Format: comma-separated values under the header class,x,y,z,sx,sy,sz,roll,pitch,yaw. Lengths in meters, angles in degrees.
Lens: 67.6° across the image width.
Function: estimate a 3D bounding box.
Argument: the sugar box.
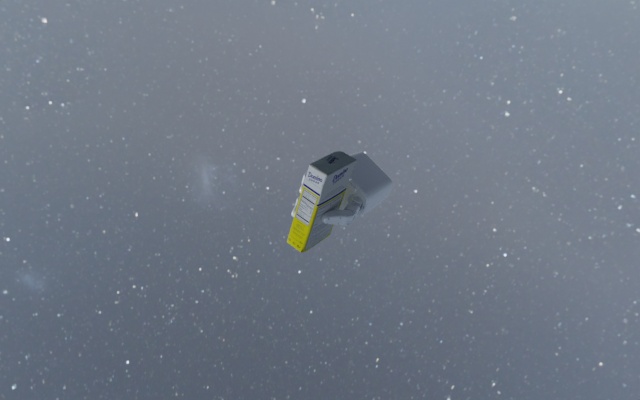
class,x,y,z,sx,sy,sz,roll,pitch,yaw
sugar box,0.000,0.003,0.852,0.048,0.176,0.093,32,36,23
